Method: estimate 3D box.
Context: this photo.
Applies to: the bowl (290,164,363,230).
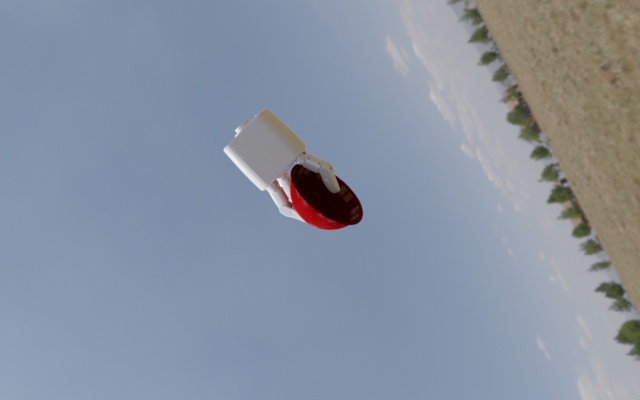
[{"bbox_3d":[0.001,0.004,0.900,0.162,0.162,0.055,0,-44,-48],"label":"bowl"}]
